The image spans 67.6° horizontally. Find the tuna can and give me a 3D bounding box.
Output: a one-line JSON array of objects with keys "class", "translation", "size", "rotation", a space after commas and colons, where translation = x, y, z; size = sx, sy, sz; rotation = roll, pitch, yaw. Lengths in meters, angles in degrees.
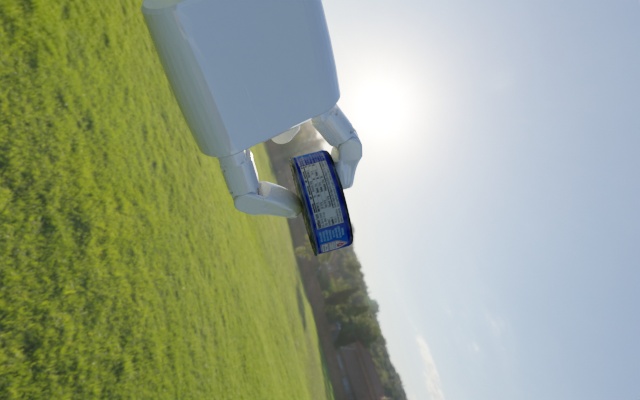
[{"class": "tuna can", "translation": [0.001, 0.001, 0.404], "size": [0.034, 0.086, 0.086], "rotation": [-15, 1, -4]}]
